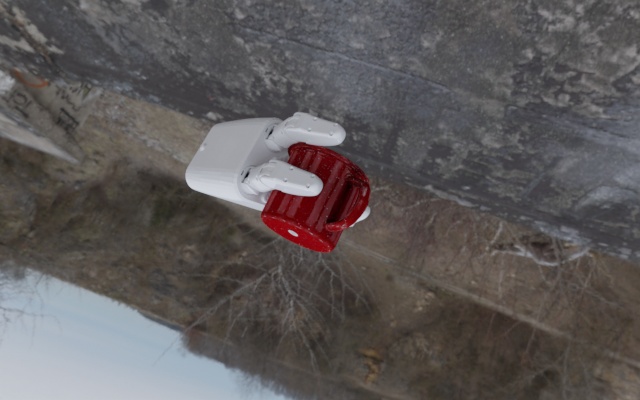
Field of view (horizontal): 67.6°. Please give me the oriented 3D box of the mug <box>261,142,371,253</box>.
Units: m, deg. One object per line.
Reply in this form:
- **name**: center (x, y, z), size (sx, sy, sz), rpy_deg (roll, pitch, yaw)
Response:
- **mug**: center (0.001, 0.002, 0.476), size (0.117, 0.081, 0.093), rpy_deg (8, -24, 45)
